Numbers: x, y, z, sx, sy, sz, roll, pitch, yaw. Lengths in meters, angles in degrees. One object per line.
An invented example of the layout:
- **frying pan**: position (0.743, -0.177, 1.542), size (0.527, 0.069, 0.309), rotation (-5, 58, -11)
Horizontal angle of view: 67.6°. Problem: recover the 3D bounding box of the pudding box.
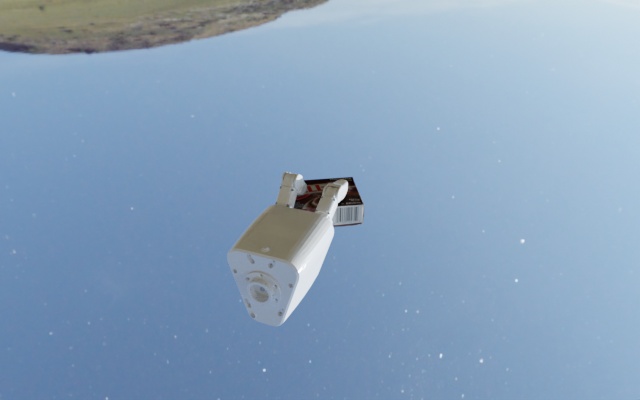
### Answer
- **pudding box**: position (0.000, 0.002, 0.695), size (0.113, 0.039, 0.090), rotation (-2, 29, -7)
